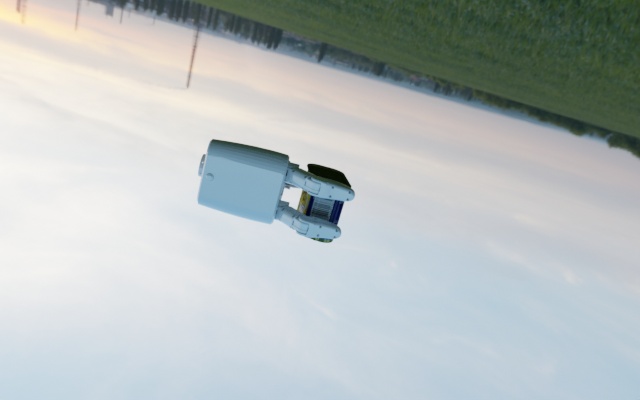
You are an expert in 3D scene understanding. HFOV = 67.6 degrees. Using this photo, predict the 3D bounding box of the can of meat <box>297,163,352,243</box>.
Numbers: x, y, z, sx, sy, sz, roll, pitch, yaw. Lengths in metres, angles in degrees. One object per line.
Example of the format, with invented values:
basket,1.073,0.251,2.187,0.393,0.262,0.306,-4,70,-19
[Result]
can of meat,0.000,0.003,0.677,0.057,0.084,0.102,14,16,-10
